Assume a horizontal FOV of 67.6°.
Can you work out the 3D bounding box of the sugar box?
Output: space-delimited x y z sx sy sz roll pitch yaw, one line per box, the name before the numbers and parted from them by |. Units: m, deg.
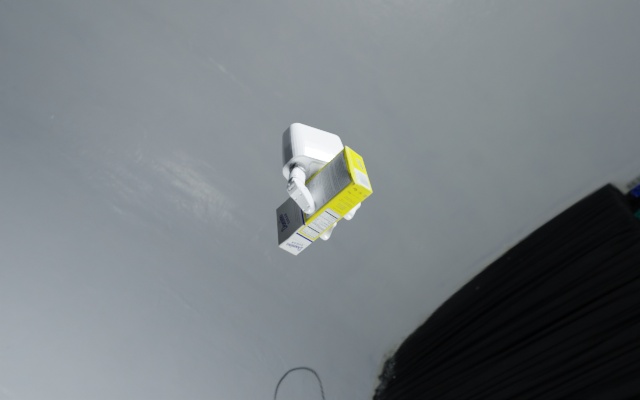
sugar box | 0.001 0.003 0.779 0.048 0.093 0.176 30 -58 -30
